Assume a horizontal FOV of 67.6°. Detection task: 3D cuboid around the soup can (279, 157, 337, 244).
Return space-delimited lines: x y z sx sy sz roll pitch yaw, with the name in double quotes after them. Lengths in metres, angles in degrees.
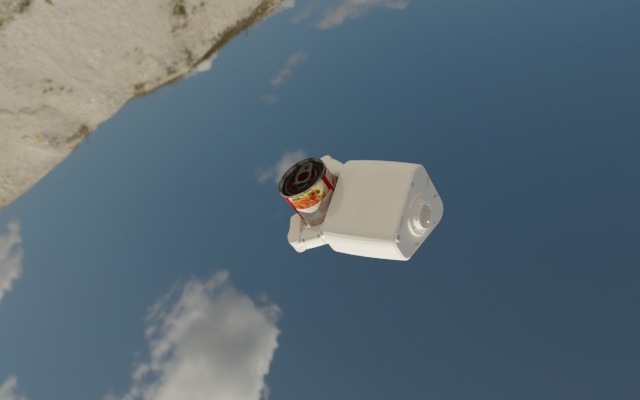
0.000 0.002 0.635 0.068 0.068 0.102 0 -40 40 "soup can"
